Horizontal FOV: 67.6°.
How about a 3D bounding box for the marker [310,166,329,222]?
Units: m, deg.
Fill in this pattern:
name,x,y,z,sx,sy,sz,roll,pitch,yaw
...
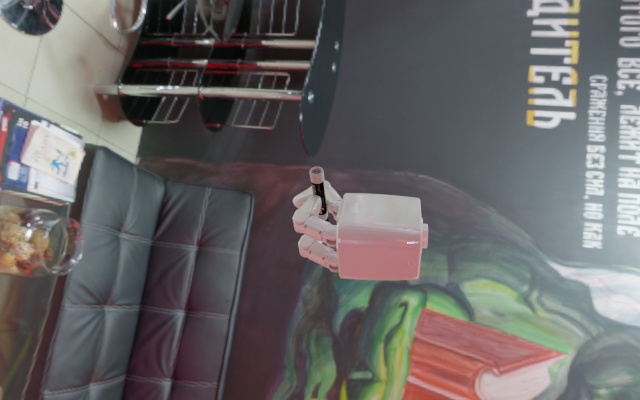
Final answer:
name,x,y,z,sx,sy,sz,roll,pitch,yaw
marker,0.000,0.002,0.677,0.020,0.020,0.121,0,-44,7
